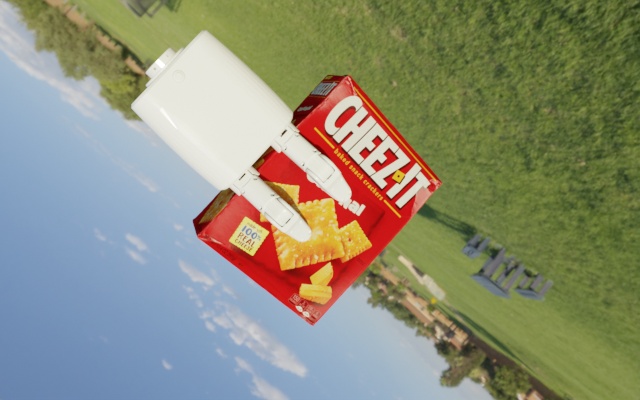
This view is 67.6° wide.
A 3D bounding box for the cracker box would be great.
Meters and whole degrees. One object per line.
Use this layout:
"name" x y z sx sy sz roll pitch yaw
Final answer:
"cracker box" 0.000 0.002 0.505 0.164 0.213 0.072 44 -3 -23
